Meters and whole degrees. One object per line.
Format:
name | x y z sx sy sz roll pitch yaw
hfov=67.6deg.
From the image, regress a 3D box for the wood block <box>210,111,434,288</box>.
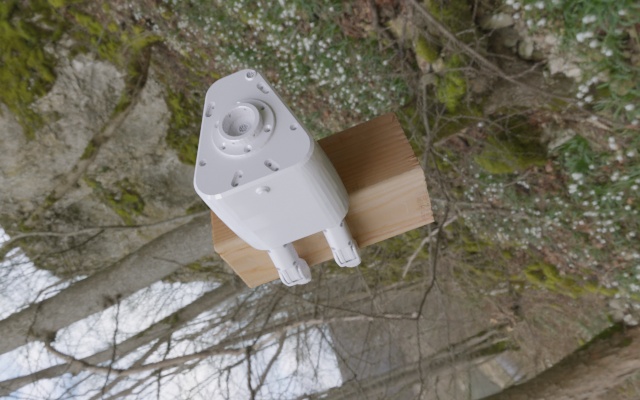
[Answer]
wood block | 0.000 0.001 0.495 0.206 0.090 0.090 -20 -40 6
